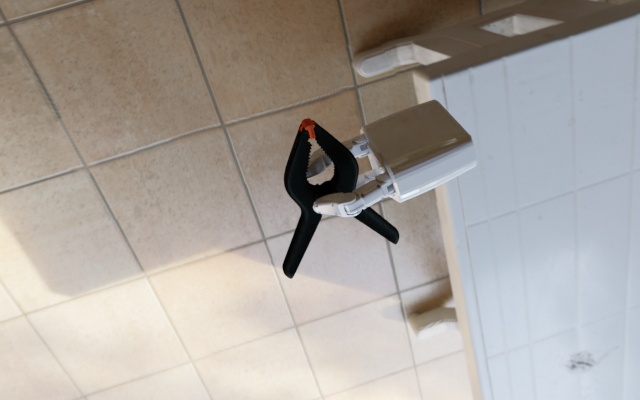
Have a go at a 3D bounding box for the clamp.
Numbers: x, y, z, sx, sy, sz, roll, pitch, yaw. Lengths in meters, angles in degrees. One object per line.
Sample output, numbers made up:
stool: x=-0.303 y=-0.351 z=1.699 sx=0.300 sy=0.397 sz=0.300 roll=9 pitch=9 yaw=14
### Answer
clamp: x=0.000 y=0.002 z=0.605 sx=0.164 sy=0.210 sz=0.036 roll=-24 pitch=28 yaw=-3
